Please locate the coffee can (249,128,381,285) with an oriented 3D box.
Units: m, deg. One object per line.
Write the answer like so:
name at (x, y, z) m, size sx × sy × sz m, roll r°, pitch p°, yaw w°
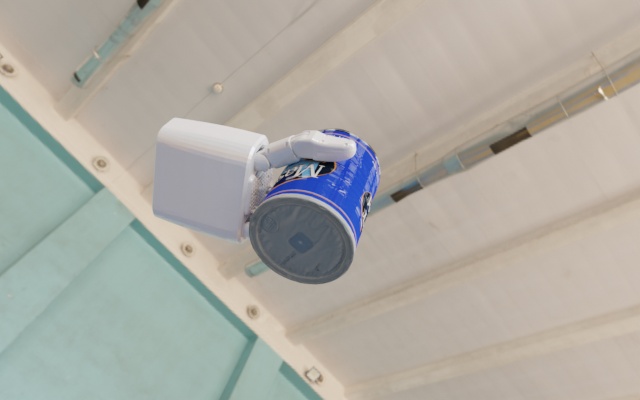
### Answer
coffee can at (0.000, 0.002, 0.495) m, size 0.103 × 0.103 × 0.140 m, roll 0°, pitch 33°, yaw 19°
